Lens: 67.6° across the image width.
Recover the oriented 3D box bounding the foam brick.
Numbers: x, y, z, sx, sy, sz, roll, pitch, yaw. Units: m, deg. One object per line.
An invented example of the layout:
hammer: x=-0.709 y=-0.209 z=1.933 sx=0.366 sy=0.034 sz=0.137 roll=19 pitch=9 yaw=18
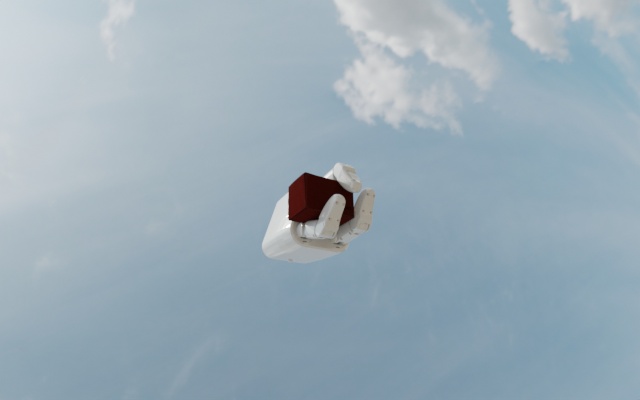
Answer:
foam brick: x=0.000 y=0.002 z=0.649 sx=0.078 sy=0.053 sz=0.051 roll=13 pitch=-27 yaw=-29
